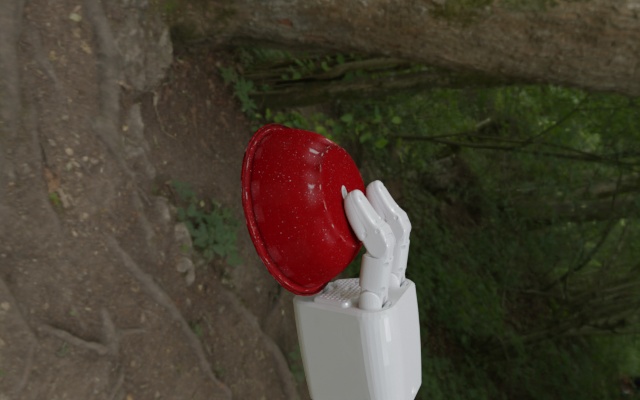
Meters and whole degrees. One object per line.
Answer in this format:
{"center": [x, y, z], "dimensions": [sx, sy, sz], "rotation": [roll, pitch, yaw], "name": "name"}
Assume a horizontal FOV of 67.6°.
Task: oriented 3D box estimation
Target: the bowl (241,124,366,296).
{"center": [0.000, 0.000, 0.428], "dimensions": [0.055, 0.162, 0.162], "rotation": [-15, -7, 28], "name": "bowl"}
